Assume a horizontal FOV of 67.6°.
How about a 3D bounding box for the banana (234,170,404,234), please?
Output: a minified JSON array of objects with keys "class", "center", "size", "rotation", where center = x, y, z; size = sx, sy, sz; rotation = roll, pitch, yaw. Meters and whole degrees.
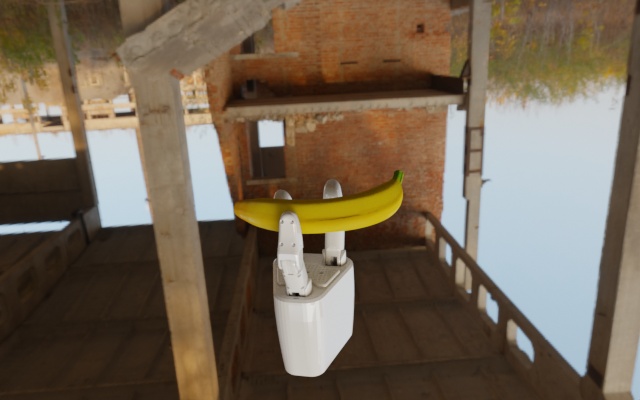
[{"class":"banana","center":[0.008,0.009,0.514],"size":[0.198,0.037,0.069],"rotation":[-10,26,-11]}]
